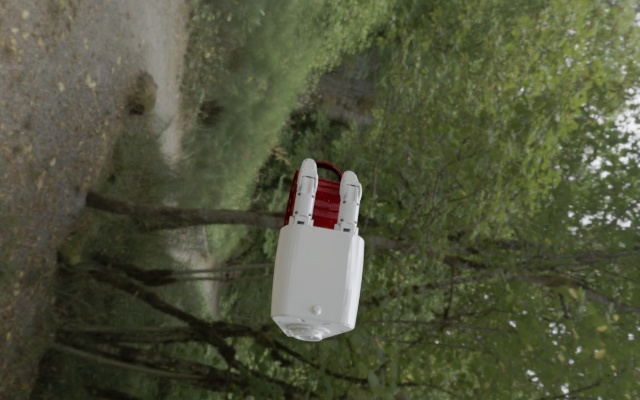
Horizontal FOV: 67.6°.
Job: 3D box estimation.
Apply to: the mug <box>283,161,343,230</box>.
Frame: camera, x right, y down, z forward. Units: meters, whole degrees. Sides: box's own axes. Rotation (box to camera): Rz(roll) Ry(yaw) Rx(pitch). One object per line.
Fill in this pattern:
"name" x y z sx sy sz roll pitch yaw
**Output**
"mug" 0.000 0.001 0.636 0.081 0.117 0.093 11 -26 -7
